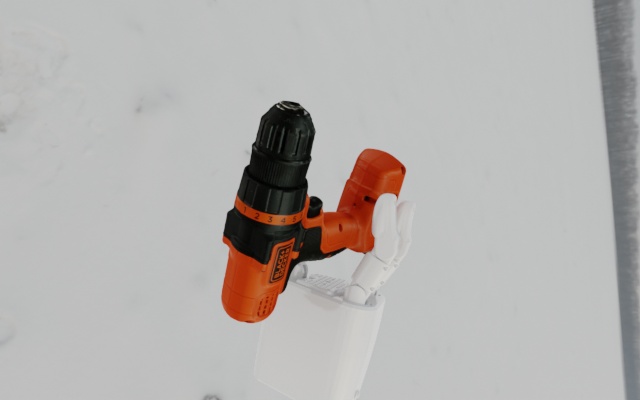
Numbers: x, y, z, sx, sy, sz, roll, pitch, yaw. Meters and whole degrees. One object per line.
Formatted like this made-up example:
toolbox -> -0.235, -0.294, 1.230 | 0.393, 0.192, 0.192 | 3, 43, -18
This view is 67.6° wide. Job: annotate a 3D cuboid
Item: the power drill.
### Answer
power drill -> 0.000, 0.002, 0.417 | 0.057, 0.184, 0.187 | 33, 30, 30
